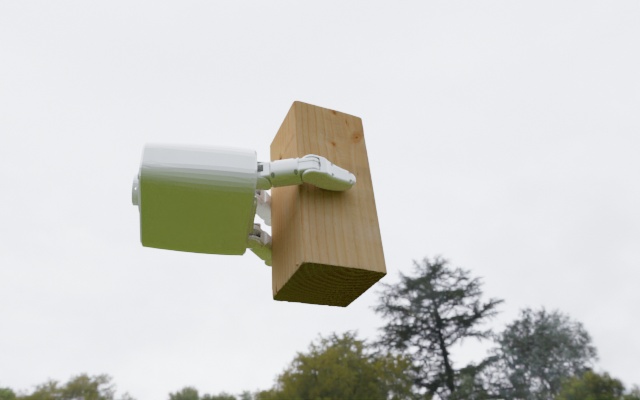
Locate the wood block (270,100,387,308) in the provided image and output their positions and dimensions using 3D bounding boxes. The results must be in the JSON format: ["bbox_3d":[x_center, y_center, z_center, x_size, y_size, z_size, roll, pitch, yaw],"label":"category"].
[{"bbox_3d":[0.000,0.001,0.528,0.090,0.206,0.091,11,-37,-22],"label":"wood block"}]
